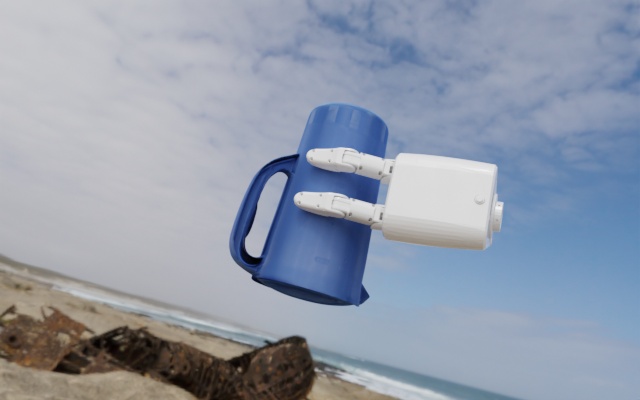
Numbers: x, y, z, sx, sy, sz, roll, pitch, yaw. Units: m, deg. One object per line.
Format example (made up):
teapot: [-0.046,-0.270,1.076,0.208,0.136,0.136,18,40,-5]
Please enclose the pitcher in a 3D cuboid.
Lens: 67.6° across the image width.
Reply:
pitcher: [0.000,0.002,0.596,0.145,0.242,0.149,7,-18,25]
